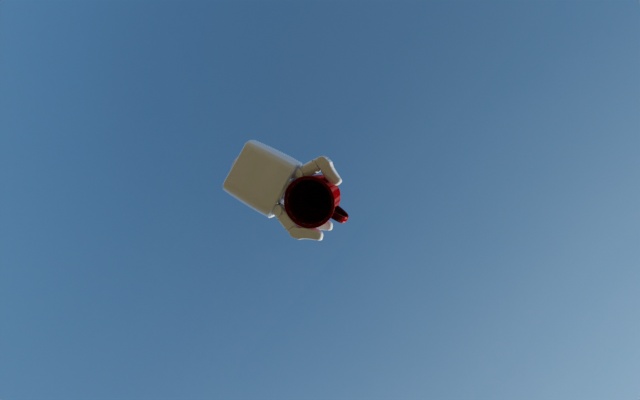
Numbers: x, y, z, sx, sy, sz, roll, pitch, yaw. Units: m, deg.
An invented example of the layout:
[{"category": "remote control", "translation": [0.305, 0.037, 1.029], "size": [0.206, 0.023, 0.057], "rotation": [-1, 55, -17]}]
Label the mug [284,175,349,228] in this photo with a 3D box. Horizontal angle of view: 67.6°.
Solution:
[{"category": "mug", "translation": [0.001, 0.003, 0.867], "size": [0.117, 0.093, 0.081], "rotation": [30, 15, 8]}]
